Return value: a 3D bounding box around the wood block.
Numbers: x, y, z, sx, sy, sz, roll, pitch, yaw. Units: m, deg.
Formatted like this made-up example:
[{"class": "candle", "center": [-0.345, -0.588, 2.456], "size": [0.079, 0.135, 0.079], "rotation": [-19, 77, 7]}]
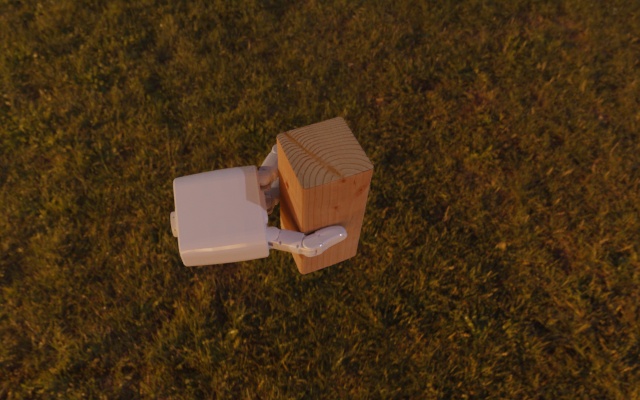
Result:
[{"class": "wood block", "center": [0.000, 0.002, 0.637], "size": [0.090, 0.090, 0.206], "rotation": [-18, -32, -15]}]
